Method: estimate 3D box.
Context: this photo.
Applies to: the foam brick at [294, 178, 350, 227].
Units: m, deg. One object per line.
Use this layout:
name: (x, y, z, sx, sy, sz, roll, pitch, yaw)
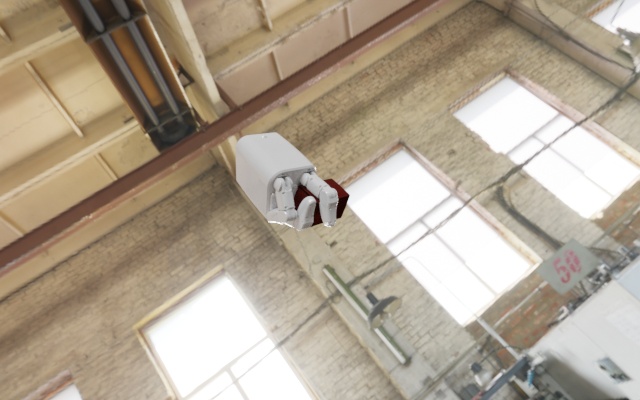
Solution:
foam brick: (0.000, 0.003, 0.797, 0.078, 0.053, 0.051, -14, 47, -42)
